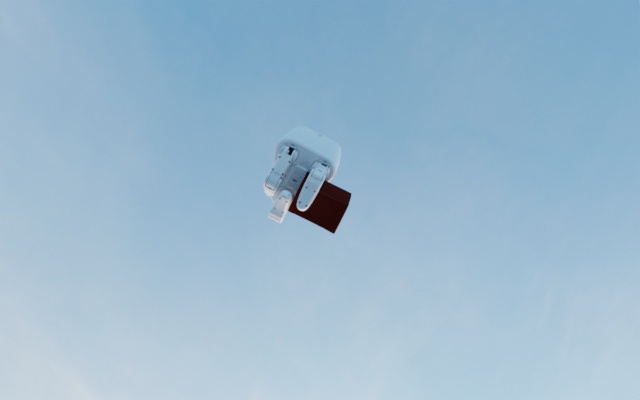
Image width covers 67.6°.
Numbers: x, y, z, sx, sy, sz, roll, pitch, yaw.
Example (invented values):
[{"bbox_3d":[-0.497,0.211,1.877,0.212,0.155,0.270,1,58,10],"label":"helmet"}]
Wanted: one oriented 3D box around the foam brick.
[{"bbox_3d":[0.000,0.003,0.709,0.078,0.053,0.051,27,23,-2],"label":"foam brick"}]
